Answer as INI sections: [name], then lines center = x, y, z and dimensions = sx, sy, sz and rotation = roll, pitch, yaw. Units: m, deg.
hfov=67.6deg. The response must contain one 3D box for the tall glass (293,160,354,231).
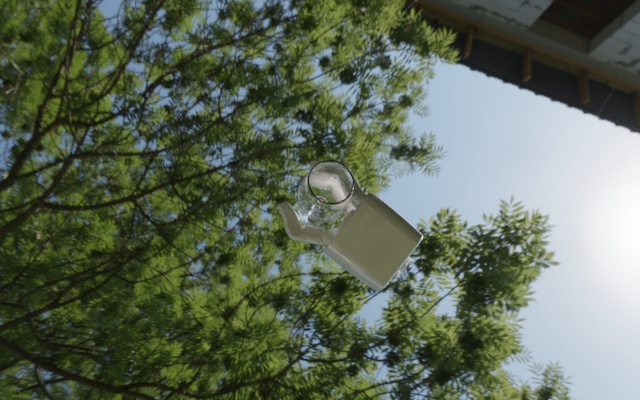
[tall glass]
center = 0.000, 0.002, 0.721
dimensions = 0.079, 0.079, 0.201
rotation = 0, -16, -8
